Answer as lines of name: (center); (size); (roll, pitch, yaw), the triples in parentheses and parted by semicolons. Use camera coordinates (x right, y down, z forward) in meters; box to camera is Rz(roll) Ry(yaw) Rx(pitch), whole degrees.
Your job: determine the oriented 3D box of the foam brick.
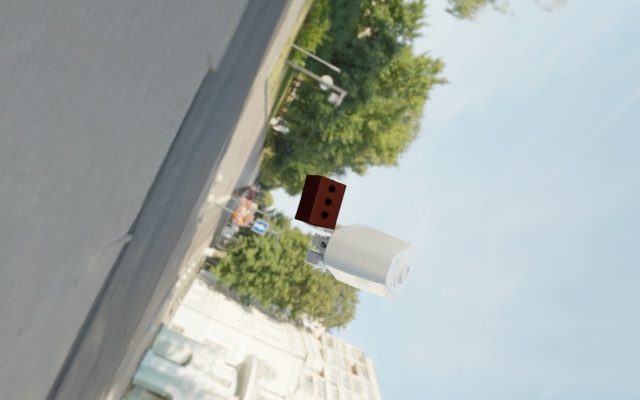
foam brick: (0.000, 0.002, 0.772); (0.053, 0.078, 0.051); (19, -9, -30)
